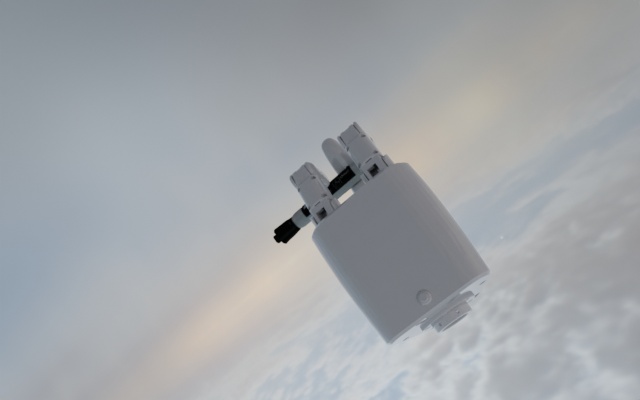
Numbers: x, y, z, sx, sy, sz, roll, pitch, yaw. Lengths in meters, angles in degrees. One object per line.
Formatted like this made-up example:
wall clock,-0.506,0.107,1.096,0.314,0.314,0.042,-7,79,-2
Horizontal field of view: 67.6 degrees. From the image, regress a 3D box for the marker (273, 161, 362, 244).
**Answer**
marker,0.000,0.001,0.467,0.121,0.020,0.020,-41,-11,13
